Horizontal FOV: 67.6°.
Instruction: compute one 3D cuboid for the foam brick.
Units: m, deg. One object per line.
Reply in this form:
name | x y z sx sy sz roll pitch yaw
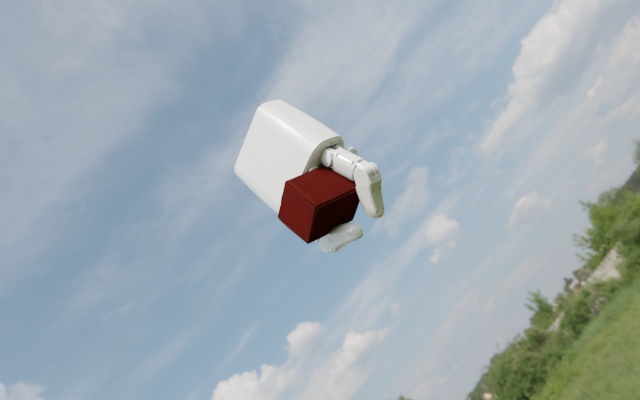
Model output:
foam brick | 0.000 0.002 0.523 0.051 0.053 0.078 38 42 27
